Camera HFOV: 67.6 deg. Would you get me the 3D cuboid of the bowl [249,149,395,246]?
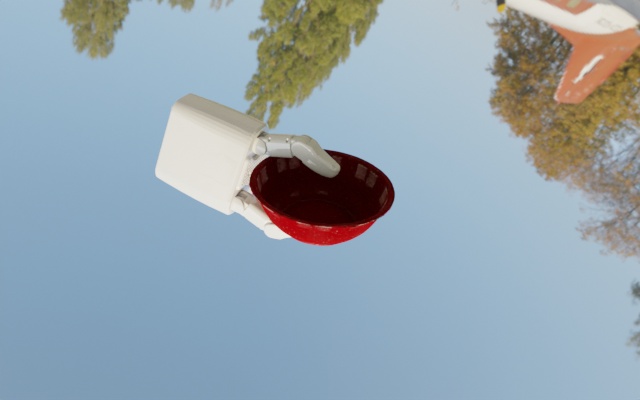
[{"bbox_3d":[0.001,0.003,0.541,0.162,0.055,0.162,5,33,-3],"label":"bowl"}]
